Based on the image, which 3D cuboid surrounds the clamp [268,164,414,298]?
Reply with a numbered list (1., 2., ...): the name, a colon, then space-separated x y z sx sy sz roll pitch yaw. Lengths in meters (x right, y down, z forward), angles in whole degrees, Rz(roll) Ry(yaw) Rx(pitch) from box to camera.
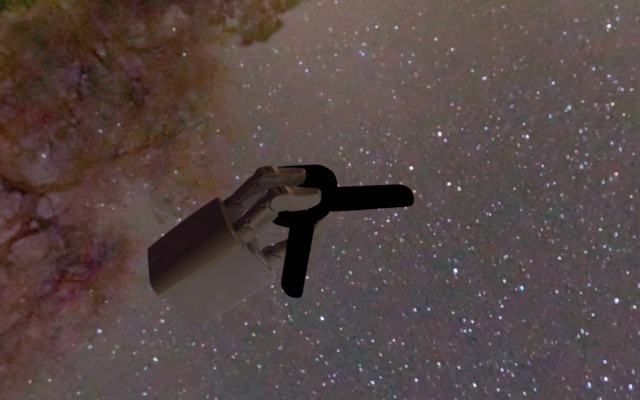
1. clamp: 0.000 0.002 0.553 0.164 0.036 0.210 -34 35 -2
